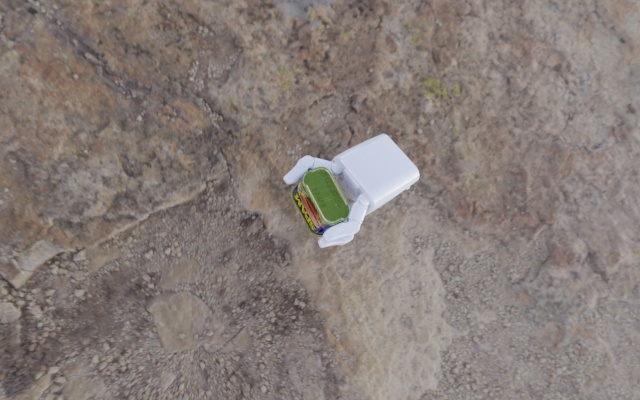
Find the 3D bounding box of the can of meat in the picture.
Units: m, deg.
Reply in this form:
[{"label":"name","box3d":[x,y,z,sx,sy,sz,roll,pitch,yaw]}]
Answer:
[{"label":"can of meat","box3d":[0.000,0.002,0.793,0.057,0.102,0.084,-26,-8,-20]}]
